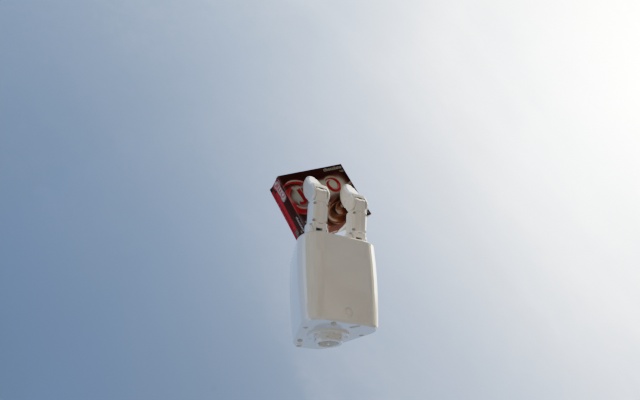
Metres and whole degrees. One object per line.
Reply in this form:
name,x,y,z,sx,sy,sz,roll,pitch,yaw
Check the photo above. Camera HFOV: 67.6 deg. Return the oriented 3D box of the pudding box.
pudding box,0.000,0.002,0.649,0.113,0.090,0.039,-13,-25,-38
